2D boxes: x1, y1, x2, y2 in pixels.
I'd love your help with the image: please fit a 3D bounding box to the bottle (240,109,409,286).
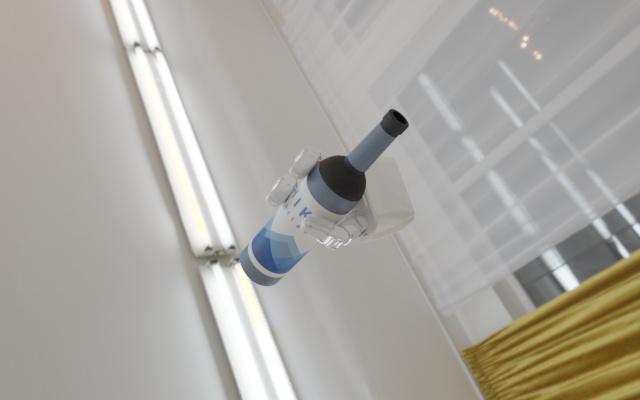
[{"bbox_3d":[0.000,0.002,0.587,0.069,0.069,0.296,0,-38,-46],"label":"bottle"}]
